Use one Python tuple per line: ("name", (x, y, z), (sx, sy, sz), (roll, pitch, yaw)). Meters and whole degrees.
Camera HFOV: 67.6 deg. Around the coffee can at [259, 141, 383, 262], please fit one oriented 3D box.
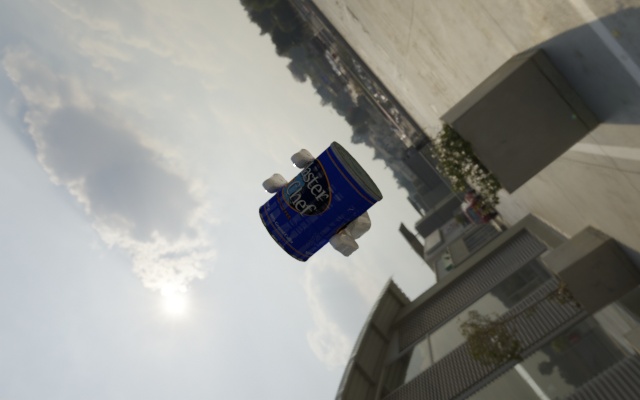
("coffee can", (0.000, 0.002, 0.659), (0.140, 0.103, 0.103), (-40, -11, 13))
